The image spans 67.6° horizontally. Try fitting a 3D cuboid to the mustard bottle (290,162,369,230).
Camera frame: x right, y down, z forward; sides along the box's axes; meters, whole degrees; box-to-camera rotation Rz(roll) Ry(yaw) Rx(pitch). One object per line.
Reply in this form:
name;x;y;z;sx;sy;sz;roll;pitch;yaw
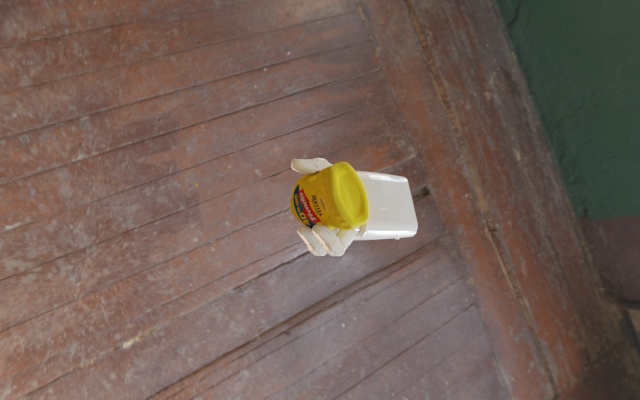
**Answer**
mustard bottle;0.000;0.002;0.754;0.058;0.096;0.191;-25;5;-27
